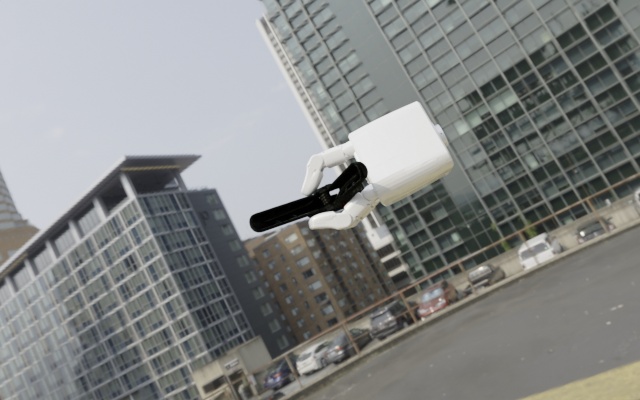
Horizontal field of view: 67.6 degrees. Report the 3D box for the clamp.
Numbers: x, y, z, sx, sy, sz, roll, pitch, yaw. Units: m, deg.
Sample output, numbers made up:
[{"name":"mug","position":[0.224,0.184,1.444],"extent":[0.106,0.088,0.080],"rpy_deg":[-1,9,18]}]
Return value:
[{"name":"clamp","position":[0.000,0.001,0.666],"extent":[0.164,0.036,0.210],"rpy_deg":[-25,-8,9]}]
